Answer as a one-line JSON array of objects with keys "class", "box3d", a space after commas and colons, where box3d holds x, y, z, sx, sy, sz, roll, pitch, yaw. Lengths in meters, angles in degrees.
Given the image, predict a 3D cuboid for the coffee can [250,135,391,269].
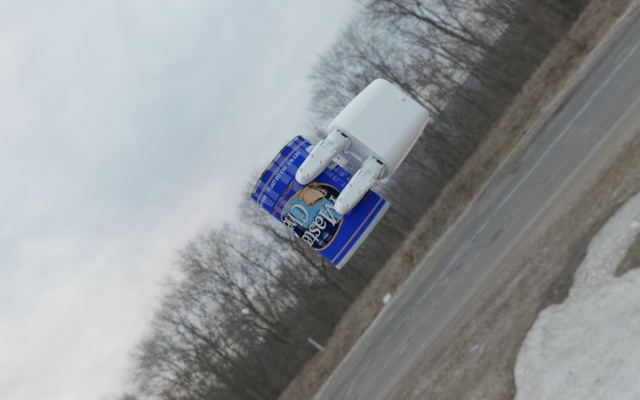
[{"class": "coffee can", "box3d": [0.000, 0.002, 0.590, 0.140, 0.103, 0.103, 38, 3, 4]}]
